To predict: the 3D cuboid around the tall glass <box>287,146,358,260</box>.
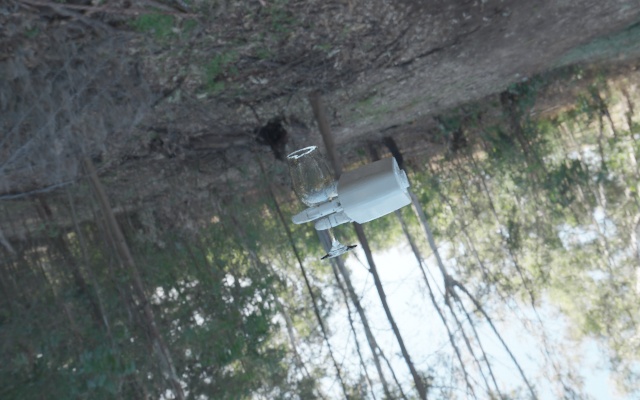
[{"bbox_3d":[0.000,0.004,0.883,0.079,0.201,0.079,-21,-1,-1],"label":"tall glass"}]
